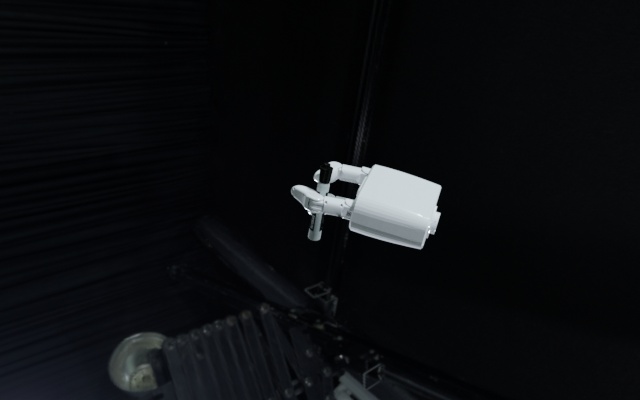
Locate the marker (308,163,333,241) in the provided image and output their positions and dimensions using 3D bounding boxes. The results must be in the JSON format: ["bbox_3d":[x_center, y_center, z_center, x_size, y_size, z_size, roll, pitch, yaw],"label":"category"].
[{"bbox_3d":[0.000,0.002,0.692,0.020,0.121,0.020,9,26,-4],"label":"marker"}]
